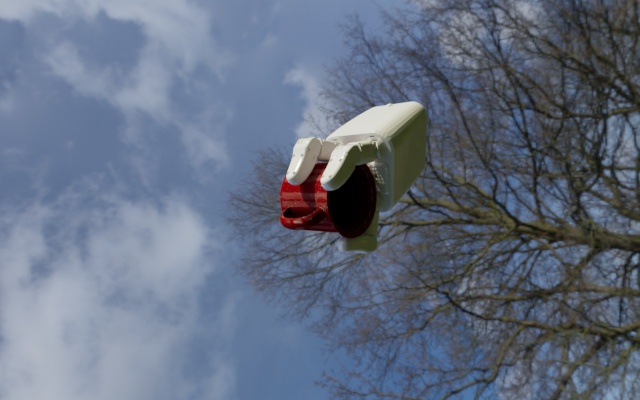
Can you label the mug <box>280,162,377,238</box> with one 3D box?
[{"bbox_3d":[-0.001,0.003,0.555,0.081,0.093,0.117,1,29,41],"label":"mug"}]
